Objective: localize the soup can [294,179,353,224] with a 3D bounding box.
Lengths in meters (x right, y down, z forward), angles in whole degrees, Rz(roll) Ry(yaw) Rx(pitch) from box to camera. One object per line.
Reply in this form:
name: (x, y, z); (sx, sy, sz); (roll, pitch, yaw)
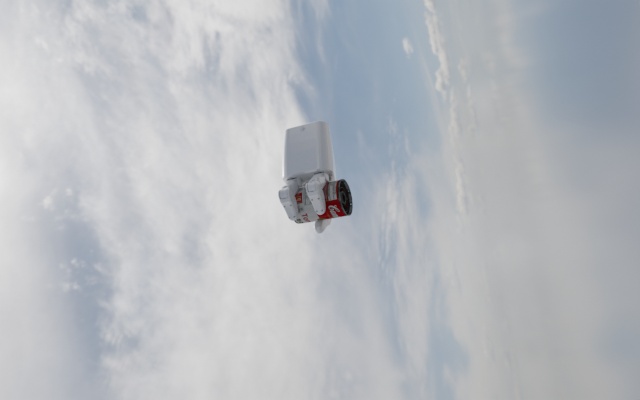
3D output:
soup can: (0.000, 0.003, 0.878); (0.102, 0.068, 0.068); (-11, -4, 21)
